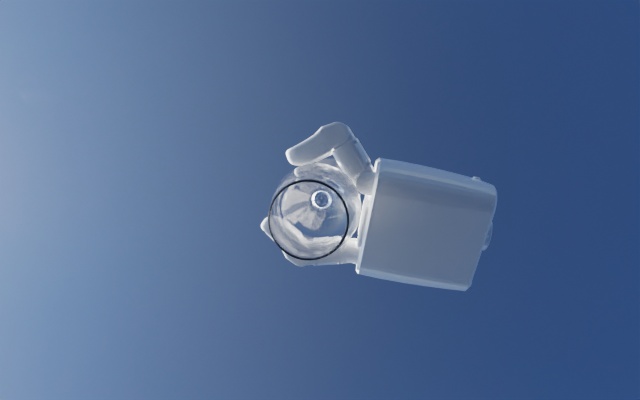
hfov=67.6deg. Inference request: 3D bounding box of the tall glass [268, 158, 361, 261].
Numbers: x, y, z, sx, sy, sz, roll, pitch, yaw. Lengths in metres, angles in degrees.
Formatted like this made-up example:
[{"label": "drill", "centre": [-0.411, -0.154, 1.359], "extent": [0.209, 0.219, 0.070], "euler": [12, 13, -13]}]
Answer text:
[{"label": "tall glass", "centre": [0.000, 0.001, 0.454], "extent": [0.079, 0.079, 0.201], "euler": [0, 8, 6]}]
